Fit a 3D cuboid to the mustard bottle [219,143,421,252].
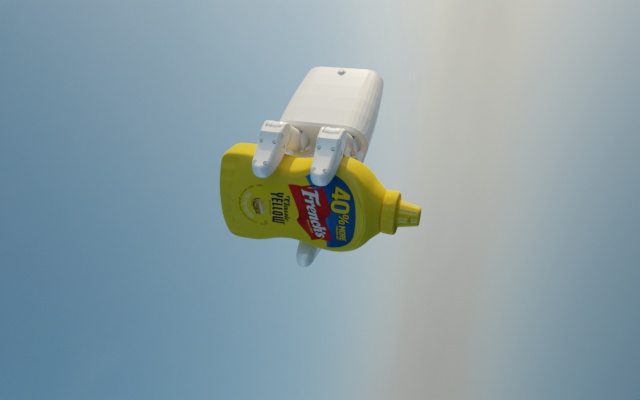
[{"bbox_3d":[0.000,0.002,0.462,0.191,0.096,0.058,8,27,16],"label":"mustard bottle"}]
